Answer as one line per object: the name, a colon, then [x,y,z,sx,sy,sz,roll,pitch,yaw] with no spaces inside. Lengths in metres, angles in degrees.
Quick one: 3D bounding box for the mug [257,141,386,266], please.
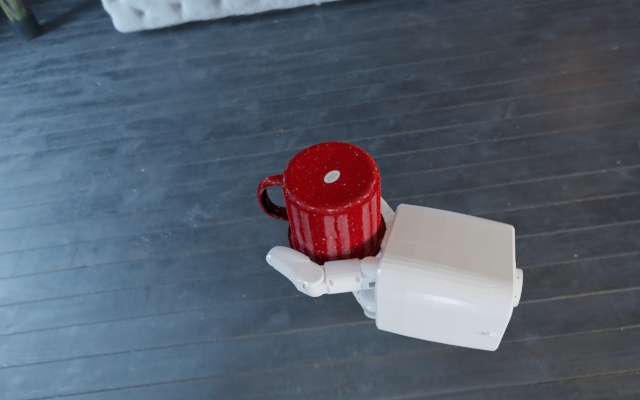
mug: [-0.001,0.001,0.421,0.117,0.093,0.082,10,-38,15]
